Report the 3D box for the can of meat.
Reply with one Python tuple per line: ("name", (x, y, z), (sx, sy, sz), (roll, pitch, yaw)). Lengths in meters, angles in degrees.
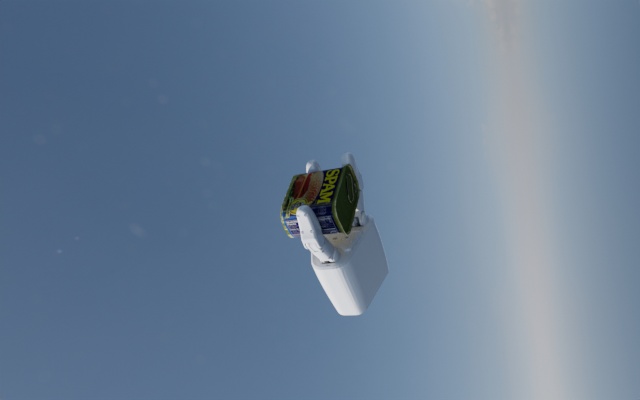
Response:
("can of meat", (0.000, 0.002, 0.651), (0.084, 0.057, 0.102), (-8, 40, 24))
